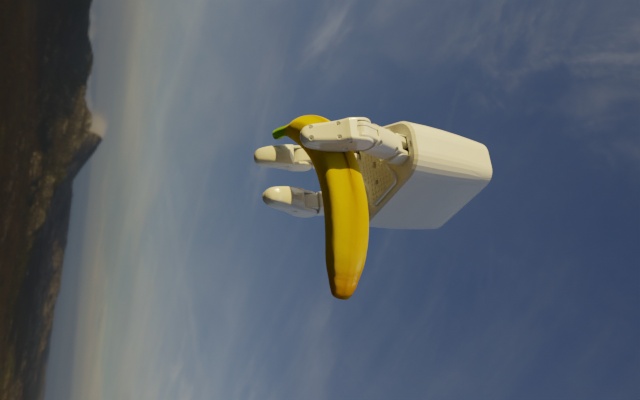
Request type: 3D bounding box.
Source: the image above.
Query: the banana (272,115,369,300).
[{"bbox_3d":[0.008,-0.013,0.421,0.037,0.197,0.070,8,-44,-34],"label":"banana"}]
